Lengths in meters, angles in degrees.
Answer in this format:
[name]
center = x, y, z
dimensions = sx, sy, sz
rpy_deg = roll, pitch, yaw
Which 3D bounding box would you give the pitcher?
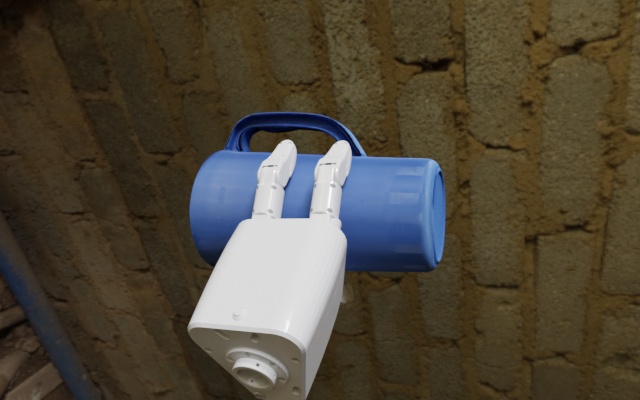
[pitcher]
center = 0.000, 0.002, 0.494
dimensions = 0.243, 0.149, 0.145
rpy_deg = 1, 42, 21
